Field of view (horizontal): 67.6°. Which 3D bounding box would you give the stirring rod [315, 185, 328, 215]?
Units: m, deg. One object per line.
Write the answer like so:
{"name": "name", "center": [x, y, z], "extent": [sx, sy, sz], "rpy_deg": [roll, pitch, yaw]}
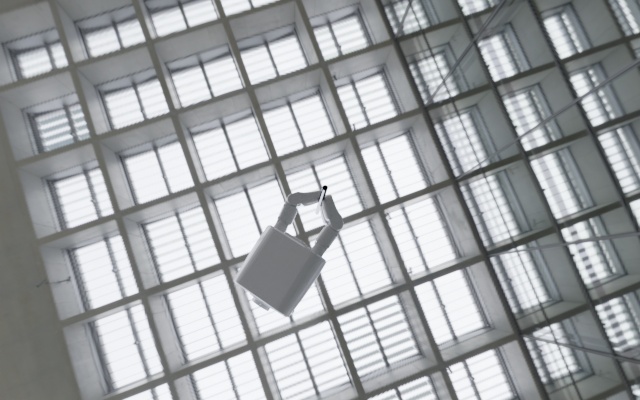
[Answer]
{"name": "stirring rod", "center": [0.000, 0.003, 0.785], "extent": [0.011, 0.011, 0.239], "rpy_deg": [0, -10, -3]}
